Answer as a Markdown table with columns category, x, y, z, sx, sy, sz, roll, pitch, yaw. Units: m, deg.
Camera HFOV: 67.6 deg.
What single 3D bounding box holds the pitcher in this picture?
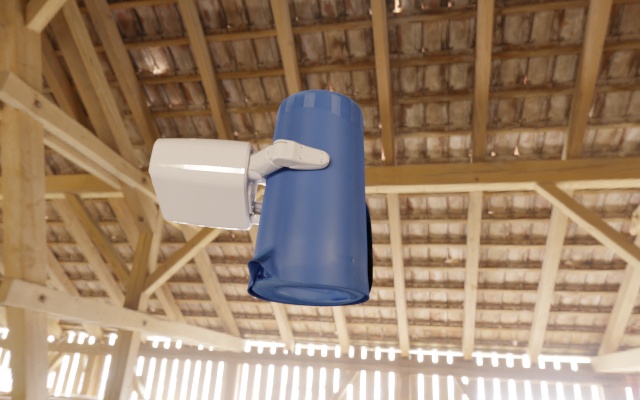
| category | x | y | z | sx | sy | sz | roll | pitch | yaw |
| --- | --- | --- | --- | --- | --- | --- | --- | --- | --- |
| pitcher | 0.000 | 0.002 | 0.567 | 0.145 | 0.242 | 0.149 | 4 | -22 | 0 |
